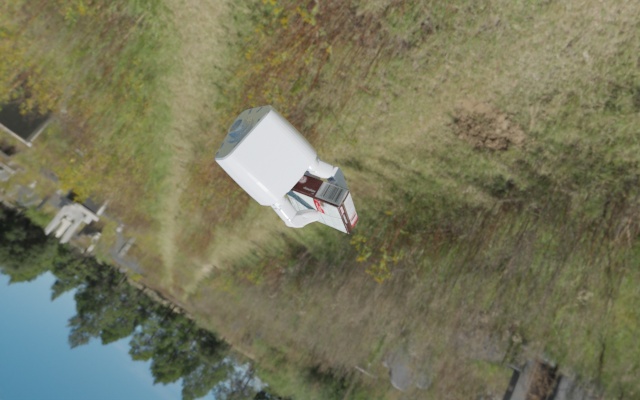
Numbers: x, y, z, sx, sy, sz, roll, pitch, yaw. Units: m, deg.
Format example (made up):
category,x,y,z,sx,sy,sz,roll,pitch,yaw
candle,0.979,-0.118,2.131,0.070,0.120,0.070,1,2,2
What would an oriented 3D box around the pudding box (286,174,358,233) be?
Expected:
category,x,y,z,sx,sy,sz,roll,pitch,yaw
pudding box,0.000,0.003,0.791,0.113,0.039,0.090,22,-23,27
